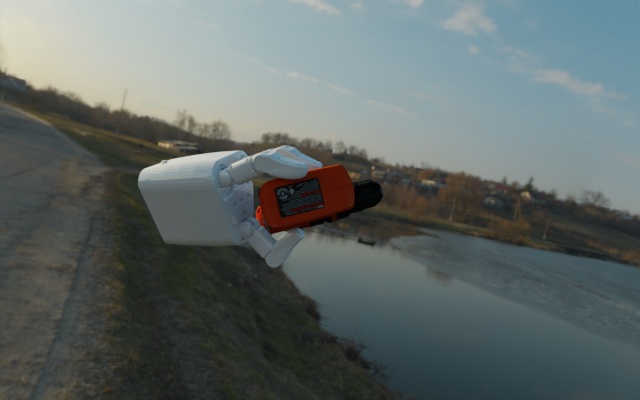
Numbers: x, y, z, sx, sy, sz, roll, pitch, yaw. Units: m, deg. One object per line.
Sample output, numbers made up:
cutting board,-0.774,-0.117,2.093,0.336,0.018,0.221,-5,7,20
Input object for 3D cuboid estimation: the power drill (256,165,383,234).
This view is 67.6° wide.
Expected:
power drill,0.000,0.002,0.614,0.184,0.057,0.188,-16,-7,-2
